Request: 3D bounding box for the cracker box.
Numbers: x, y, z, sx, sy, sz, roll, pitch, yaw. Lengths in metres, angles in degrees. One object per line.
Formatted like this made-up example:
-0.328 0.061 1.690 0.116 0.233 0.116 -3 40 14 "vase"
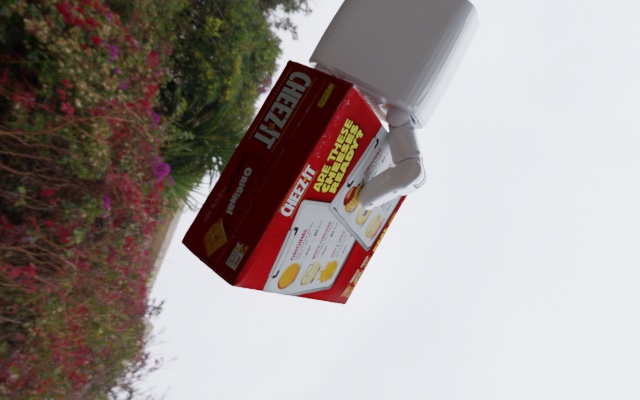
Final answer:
0.000 0.002 0.432 0.072 0.164 0.214 30 -1 29 "cracker box"
